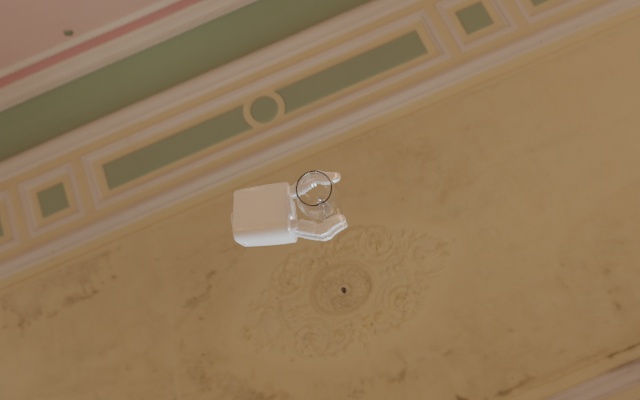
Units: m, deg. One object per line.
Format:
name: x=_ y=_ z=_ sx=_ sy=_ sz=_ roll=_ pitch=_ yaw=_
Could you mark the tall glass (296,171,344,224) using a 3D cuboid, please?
tall glass: x=0.000 y=0.003 z=0.893 sx=0.079 sy=0.079 sz=0.201 roll=0 pitch=-14 yaw=7
